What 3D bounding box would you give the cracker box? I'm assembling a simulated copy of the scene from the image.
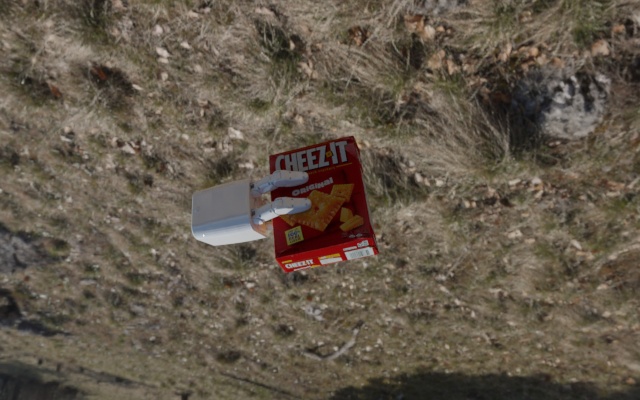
[{"bbox_3d":[0.000,0.003,0.829,0.164,0.213,0.072,-12,-32,8],"label":"cracker box"}]
